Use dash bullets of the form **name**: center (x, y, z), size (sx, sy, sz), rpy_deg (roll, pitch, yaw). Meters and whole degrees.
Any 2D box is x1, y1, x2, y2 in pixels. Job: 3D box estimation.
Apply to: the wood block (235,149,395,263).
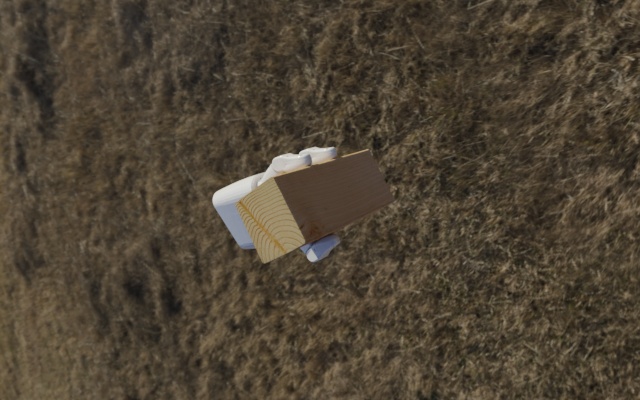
- **wood block**: center (0.000, 0.003, 0.662), size (0.090, 0.091, 0.206), rpy_deg (-30, -6, 42)
